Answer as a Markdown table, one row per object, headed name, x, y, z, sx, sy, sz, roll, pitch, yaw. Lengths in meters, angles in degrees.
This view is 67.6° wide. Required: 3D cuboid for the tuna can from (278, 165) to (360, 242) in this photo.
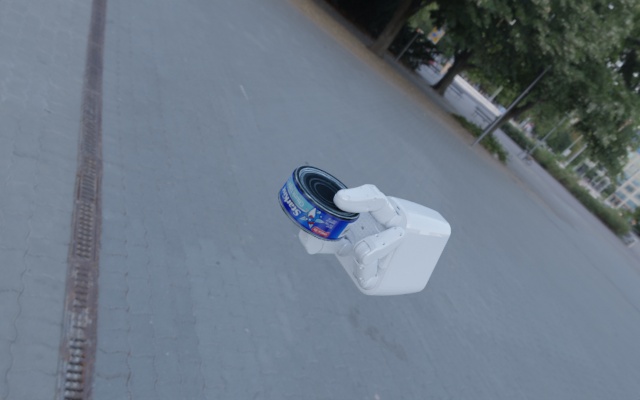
| name | x | y | z | sx | sy | sz | roll | pitch | yaw |
| --- | --- | --- | --- | --- | --- | --- | --- | --- | --- |
| tuna can | 0.000 | 0.001 | 0.508 | 0.086 | 0.034 | 0.086 | 29 | 27 | -16 |
